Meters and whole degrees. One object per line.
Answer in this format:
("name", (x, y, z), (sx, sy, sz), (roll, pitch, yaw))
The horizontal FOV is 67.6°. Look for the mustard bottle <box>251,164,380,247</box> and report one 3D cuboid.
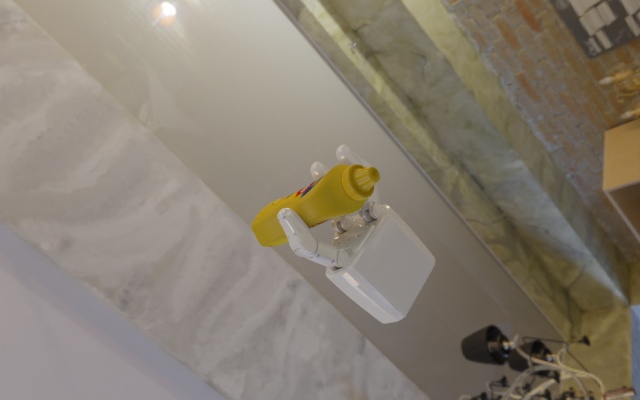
("mustard bottle", (0.000, 0.002, 0.589), (0.192, 0.058, 0.096), (-26, 3, 46))
